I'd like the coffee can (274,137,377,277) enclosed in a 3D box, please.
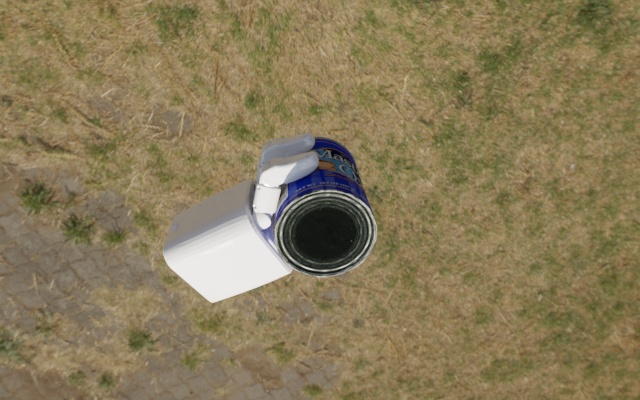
[{"bbox_3d":[0.000,0.002,0.531,0.103,0.103,0.140,0,28,-5],"label":"coffee can"}]
